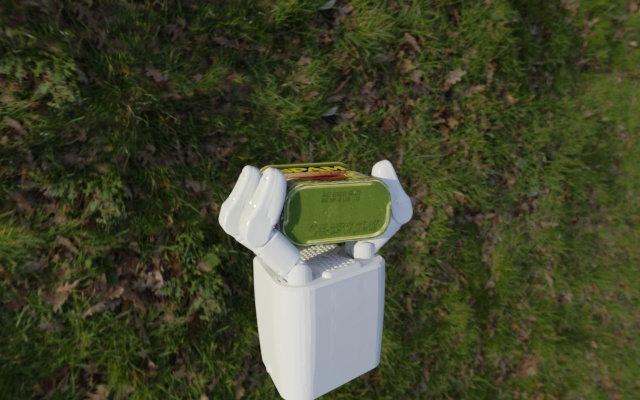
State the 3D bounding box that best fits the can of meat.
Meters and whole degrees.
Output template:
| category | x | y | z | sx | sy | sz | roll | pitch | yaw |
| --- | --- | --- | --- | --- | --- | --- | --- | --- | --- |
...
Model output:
| category | x | y | z | sx | sy | sz | roll | pitch | yaw |
| --- | --- | --- | --- | --- | --- | --- | --- | --- | --- |
| can of meat | 0.000 | 0.001 | 0.419 | 0.102 | 0.057 | 0.084 | -4 | 14 | -22 |
